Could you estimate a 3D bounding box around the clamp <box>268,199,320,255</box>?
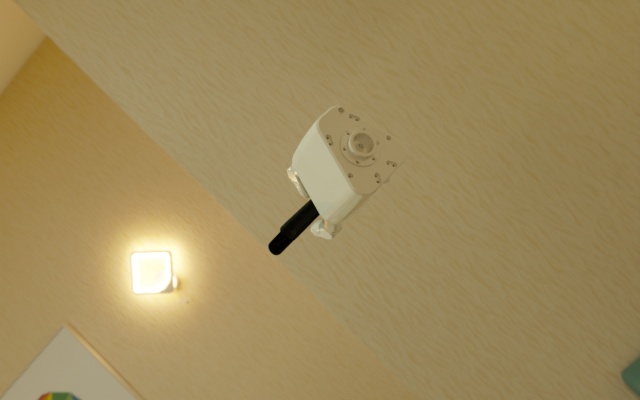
[{"bbox_3d":[0.000,0.001,0.715,0.210,0.036,0.164,-45,0,-25],"label":"clamp"}]
